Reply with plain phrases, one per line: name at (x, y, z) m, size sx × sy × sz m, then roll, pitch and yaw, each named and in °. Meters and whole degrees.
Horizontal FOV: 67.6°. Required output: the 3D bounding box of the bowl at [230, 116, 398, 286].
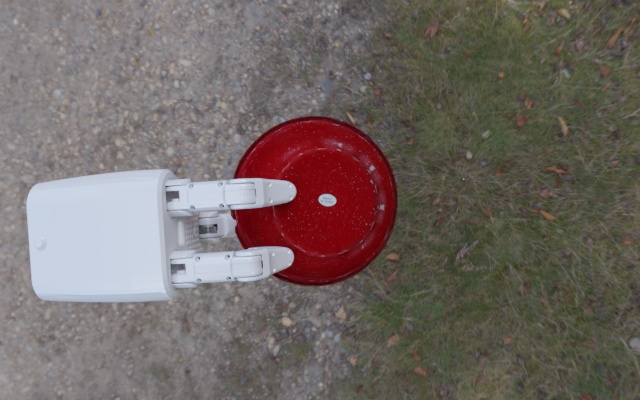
bowl at (0.001, 0.001, 0.427) m, size 0.162 × 0.162 × 0.055 m, roll 0°, pitch 1°, yaw -10°
